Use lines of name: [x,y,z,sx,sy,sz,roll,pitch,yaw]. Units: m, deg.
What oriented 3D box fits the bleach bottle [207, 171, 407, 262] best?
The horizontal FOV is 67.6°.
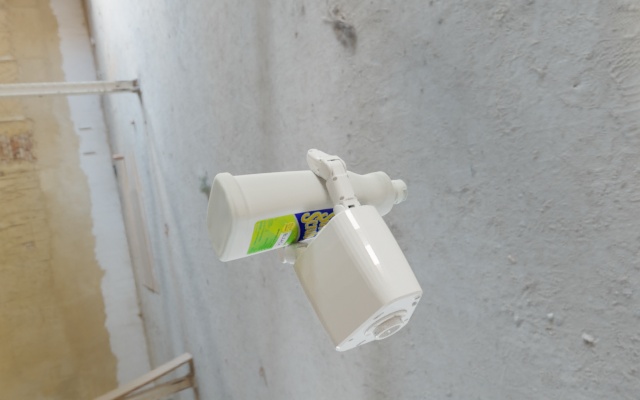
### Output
bleach bottle: [0.000,0.002,0.558,0.251,0.068,0.103,-11,-33,-29]
